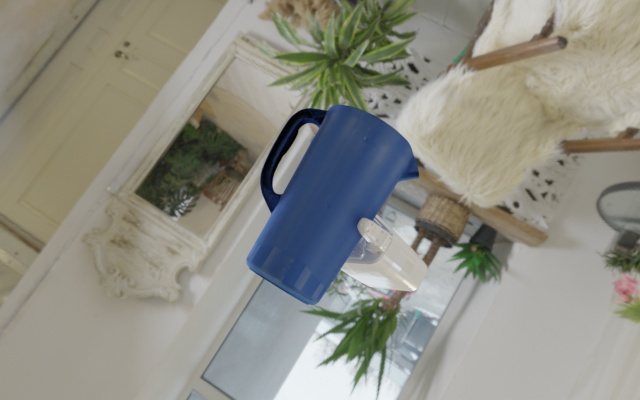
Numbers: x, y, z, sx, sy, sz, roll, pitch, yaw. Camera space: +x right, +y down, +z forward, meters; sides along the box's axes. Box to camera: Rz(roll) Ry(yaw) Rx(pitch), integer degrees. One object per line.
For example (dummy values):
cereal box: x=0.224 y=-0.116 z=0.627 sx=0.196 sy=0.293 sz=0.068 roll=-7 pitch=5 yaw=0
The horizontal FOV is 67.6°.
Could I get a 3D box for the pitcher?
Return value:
pitcher: x=0.000 y=0.002 z=0.626 sx=0.145 sy=0.243 sz=0.149 roll=39 pitch=-12 yaw=-38
